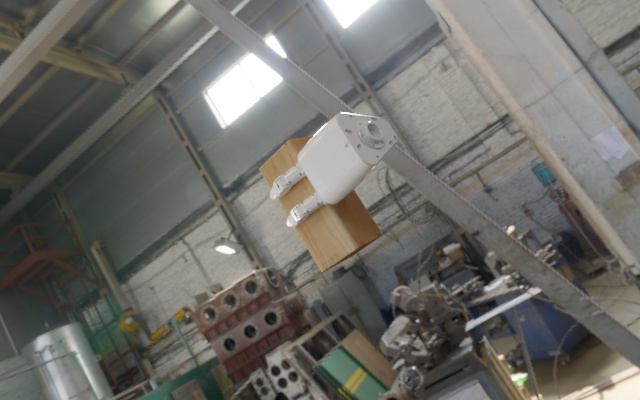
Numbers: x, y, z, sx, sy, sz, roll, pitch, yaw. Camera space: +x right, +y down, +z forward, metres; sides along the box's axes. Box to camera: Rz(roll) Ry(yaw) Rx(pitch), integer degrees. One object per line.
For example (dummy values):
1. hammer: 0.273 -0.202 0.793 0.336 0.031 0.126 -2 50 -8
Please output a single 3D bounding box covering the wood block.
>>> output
1. wood block: 0.000 0.002 0.806 0.090 0.206 0.091 -39 -13 34
